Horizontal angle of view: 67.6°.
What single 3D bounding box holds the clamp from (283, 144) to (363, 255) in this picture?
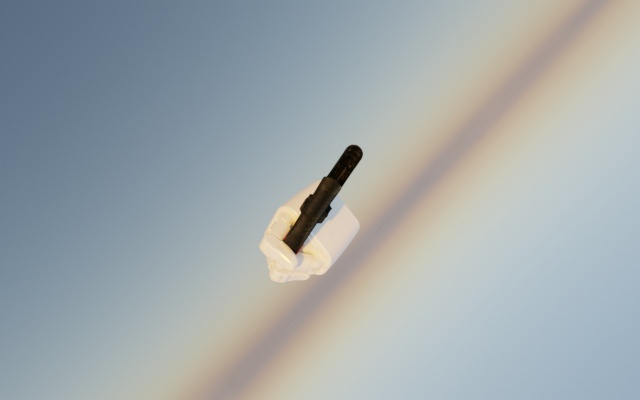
[{"bbox_3d":[0.000,0.003,0.629,0.120,0.039,0.171,-46,-6,-48],"label":"clamp"}]
